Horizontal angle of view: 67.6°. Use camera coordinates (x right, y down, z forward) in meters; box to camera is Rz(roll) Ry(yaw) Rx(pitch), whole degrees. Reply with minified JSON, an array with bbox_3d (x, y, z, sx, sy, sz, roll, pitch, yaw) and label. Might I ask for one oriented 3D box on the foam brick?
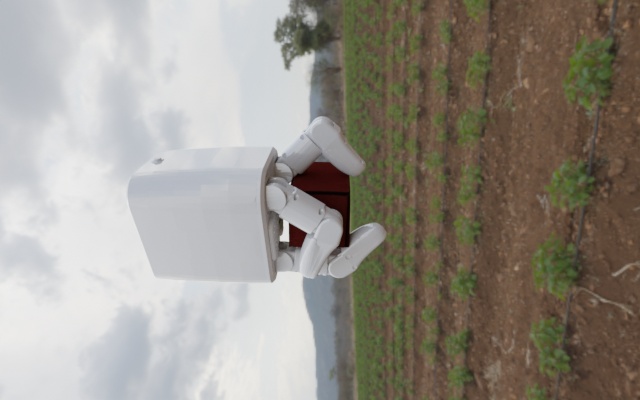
[{"bbox_3d":[0.000,0.001,0.426,0.051,0.053,0.078,1,22,2],"label":"foam brick"}]
